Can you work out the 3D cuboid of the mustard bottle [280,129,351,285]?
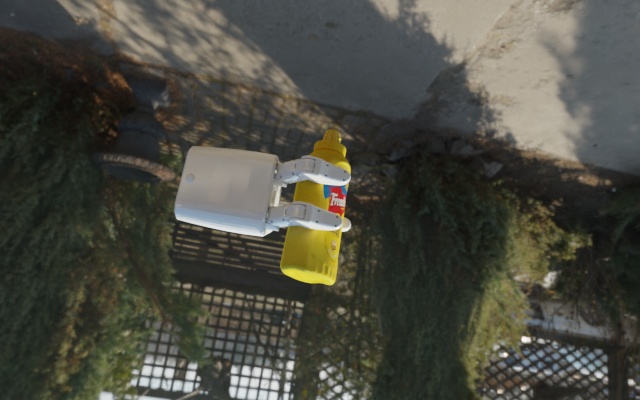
[{"bbox_3d":[0.000,0.002,0.589,0.058,0.191,0.096,1,-19,24],"label":"mustard bottle"}]
